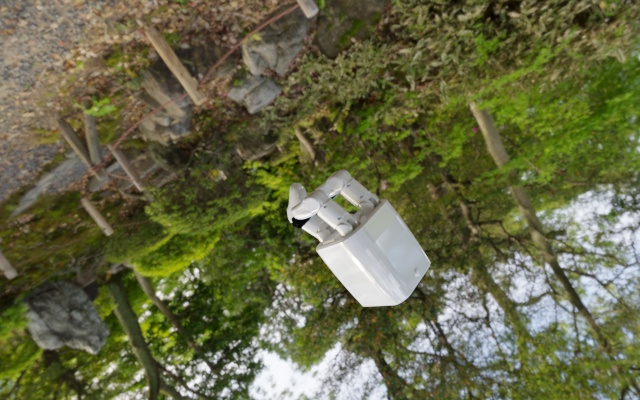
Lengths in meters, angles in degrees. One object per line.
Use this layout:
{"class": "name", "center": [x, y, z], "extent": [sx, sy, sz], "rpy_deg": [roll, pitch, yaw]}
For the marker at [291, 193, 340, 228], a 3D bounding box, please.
{"class": "marker", "center": [0.000, 0.002, 0.662], "extent": [0.020, 0.020, 0.121], "rpy_deg": [0, 29, 40]}
